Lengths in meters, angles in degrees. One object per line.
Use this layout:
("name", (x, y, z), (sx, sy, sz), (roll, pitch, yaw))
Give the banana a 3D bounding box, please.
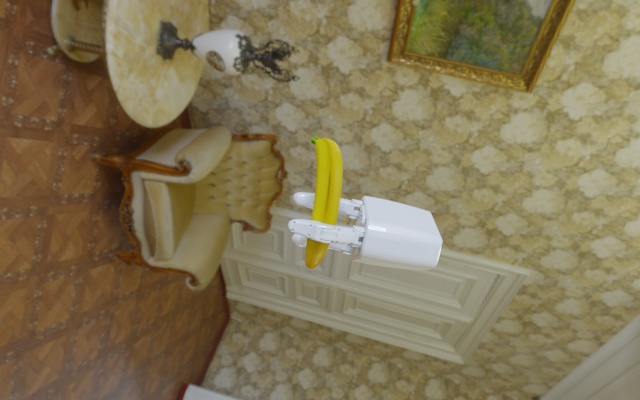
("banana", (0.005, -0.006, 0.663), (0.037, 0.197, 0.070), (8, -16, -14))
